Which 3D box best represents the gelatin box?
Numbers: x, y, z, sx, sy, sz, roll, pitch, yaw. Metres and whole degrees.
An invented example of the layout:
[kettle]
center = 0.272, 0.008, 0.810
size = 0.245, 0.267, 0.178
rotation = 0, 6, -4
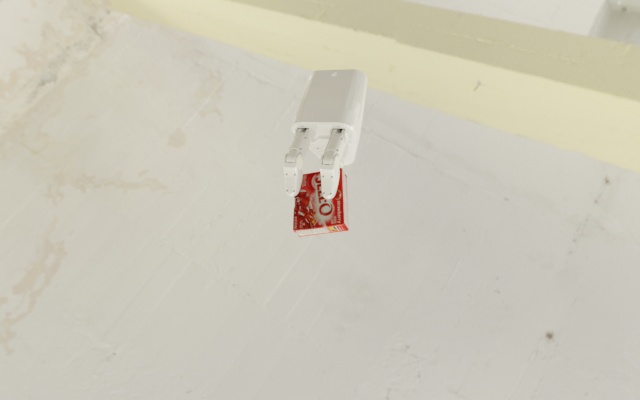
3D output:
[gelatin box]
center = 0.000, 0.003, 0.670
size = 0.073, 0.089, 0.030
rotation = -8, -26, 15
